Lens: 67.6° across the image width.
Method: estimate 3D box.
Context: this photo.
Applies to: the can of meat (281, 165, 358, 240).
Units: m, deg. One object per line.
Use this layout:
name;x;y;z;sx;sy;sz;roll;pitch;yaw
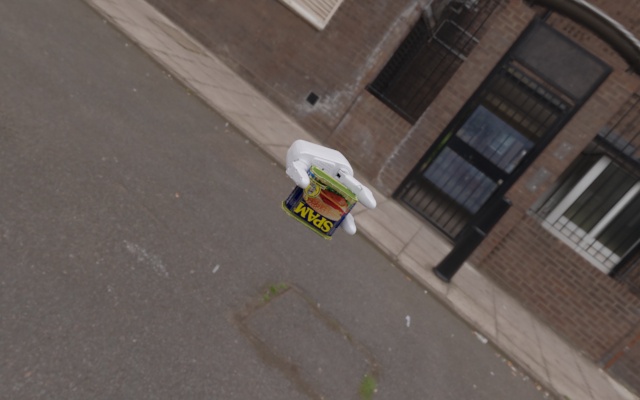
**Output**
can of meat;0.000;0.002;0.797;0.102;0.084;0.057;34;13;-13
